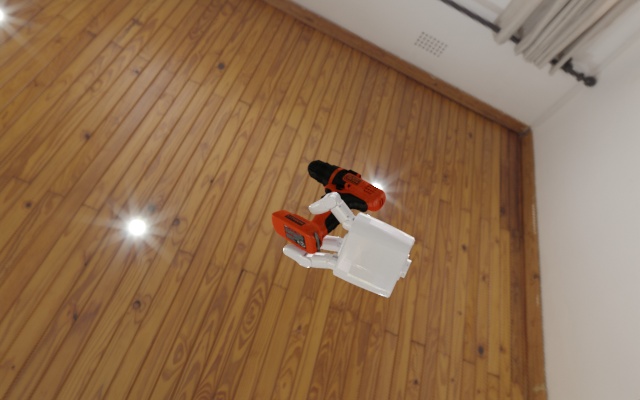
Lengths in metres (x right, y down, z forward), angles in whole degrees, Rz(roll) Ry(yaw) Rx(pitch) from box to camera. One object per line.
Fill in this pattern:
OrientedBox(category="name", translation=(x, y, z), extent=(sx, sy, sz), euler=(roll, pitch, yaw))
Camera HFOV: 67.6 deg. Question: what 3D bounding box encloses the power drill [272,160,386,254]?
OrientedBox(category="power drill", translation=(0.000, 0.003, 0.893), extent=(0.184, 0.057, 0.187), euler=(28, 55, 35))
